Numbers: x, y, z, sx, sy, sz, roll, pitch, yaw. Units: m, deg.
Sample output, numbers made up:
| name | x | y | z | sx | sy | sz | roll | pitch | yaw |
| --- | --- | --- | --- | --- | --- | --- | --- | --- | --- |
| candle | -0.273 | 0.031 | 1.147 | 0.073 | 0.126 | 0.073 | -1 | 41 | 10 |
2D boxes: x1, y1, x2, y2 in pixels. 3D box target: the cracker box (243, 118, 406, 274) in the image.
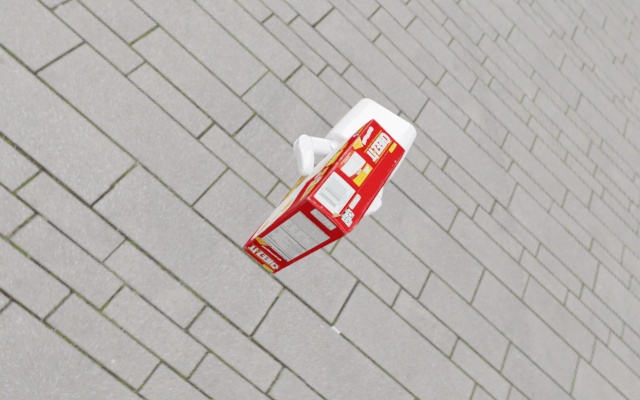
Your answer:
| name | x | y | z | sx | sy | sz | roll | pitch | yaw |
| --- | --- | --- | --- | --- | --- | --- | --- | --- | --- |
| cracker box | 0.000 | 0.002 | 0.655 | 0.164 | 0.072 | 0.214 | -52 | 9 | -34 |
